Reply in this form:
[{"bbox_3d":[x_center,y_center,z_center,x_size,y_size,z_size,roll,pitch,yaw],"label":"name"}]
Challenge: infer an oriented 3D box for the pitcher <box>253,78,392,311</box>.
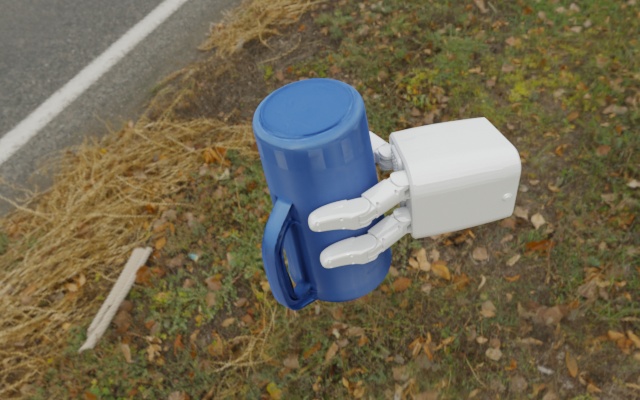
[{"bbox_3d":[0.000,0.002,0.524,0.145,0.149,0.243,-12,-45,2],"label":"pitcher"}]
